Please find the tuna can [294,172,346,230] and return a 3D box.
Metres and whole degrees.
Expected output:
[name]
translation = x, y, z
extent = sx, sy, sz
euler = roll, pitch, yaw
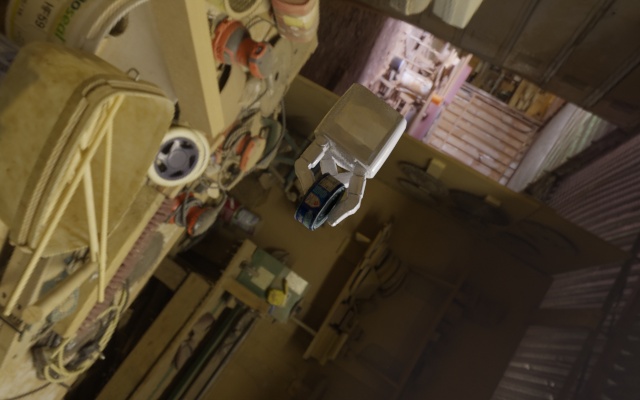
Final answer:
[tuna can]
translation = 0.001, 0.003, 0.712
extent = 0.033, 0.086, 0.086
euler = 37, 9, 12
